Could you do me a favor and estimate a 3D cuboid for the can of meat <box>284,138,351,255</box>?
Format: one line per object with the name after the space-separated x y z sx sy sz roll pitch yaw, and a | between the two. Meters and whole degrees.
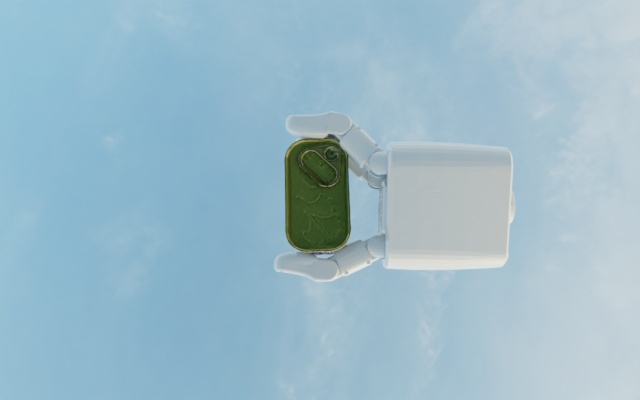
0.000 0.002 0.458 0.057 0.102 0.084 -3 -10 4 | can of meat
